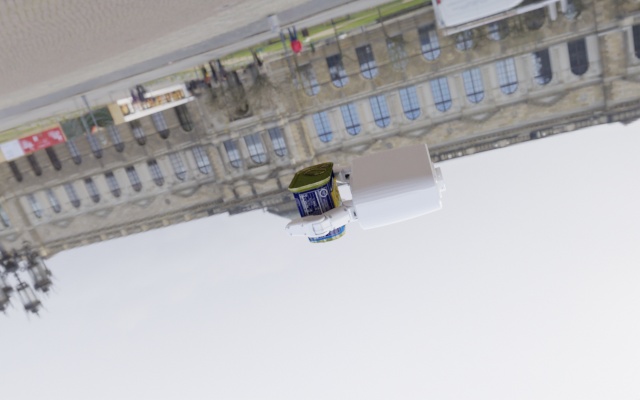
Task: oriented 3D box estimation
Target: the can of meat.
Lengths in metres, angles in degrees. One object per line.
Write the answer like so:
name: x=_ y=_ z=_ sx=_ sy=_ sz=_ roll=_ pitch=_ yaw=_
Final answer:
can of meat: x=0.000 y=0.003 z=0.661 sx=0.057 sy=0.084 sz=0.102 roll=-15 pitch=17 yaw=10
